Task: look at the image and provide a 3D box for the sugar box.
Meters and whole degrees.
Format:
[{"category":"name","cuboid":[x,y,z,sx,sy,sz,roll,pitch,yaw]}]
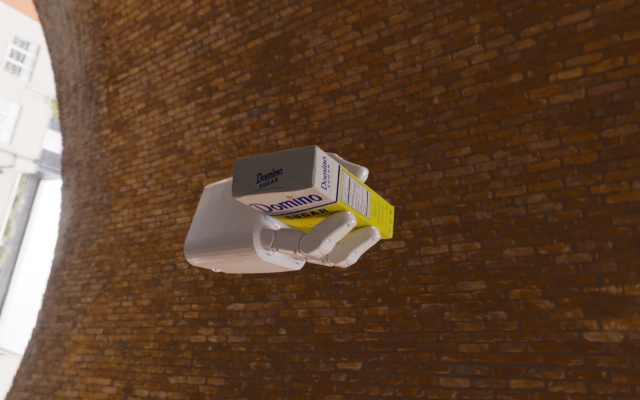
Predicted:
[{"category":"sugar box","cuboid":[0.000,0.002,0.490,0.093,0.048,0.176,-6,-18,31]}]
